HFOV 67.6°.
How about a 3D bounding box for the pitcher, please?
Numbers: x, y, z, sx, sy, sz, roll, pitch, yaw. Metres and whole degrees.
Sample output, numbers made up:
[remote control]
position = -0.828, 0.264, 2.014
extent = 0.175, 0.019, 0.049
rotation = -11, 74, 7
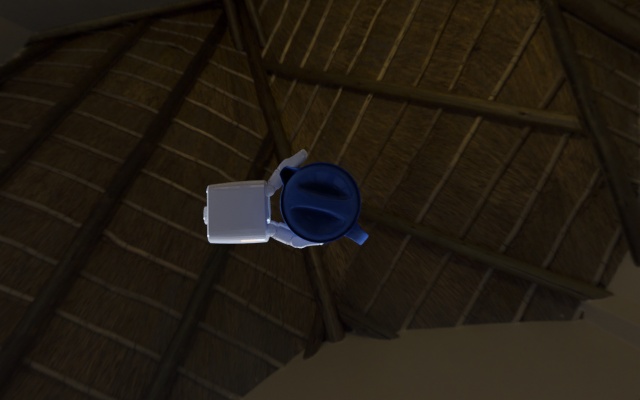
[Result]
[pitcher]
position = 0.000, 0.003, 0.892
extent = 0.145, 0.149, 0.243
rotation = -6, 5, -3
